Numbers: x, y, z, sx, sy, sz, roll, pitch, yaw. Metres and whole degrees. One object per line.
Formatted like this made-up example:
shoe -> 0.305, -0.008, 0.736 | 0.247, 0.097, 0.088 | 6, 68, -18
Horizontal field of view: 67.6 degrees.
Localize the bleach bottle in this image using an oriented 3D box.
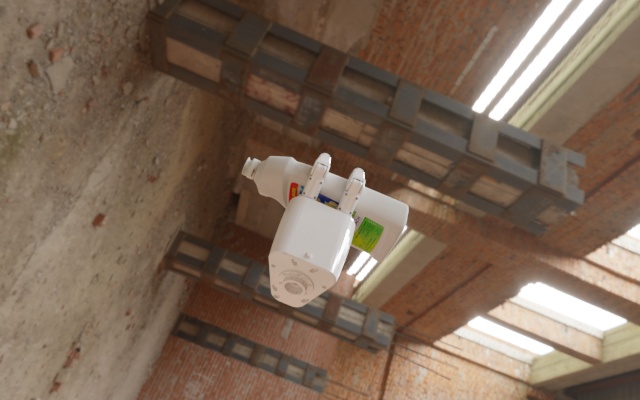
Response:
bleach bottle -> 0.000, 0.002, 0.727 | 0.251, 0.103, 0.068 | 23, 44, -2
